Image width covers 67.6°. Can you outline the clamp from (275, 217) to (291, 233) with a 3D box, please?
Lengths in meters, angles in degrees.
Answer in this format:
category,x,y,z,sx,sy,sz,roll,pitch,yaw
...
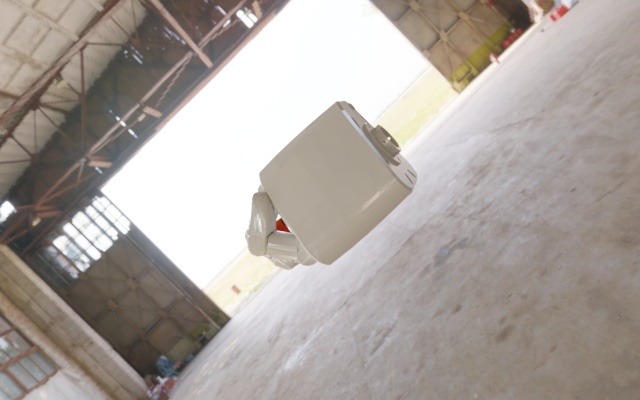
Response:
category,x,y,z,sx,sy,sz,roll,pitch,yaw
clamp,0.000,0.001,0.560,0.120,0.039,0.171,-40,3,20
